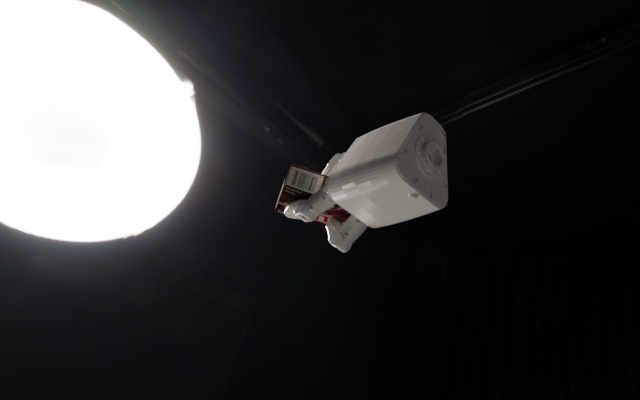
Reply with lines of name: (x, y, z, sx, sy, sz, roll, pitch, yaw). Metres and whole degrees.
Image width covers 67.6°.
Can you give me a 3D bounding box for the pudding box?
pudding box: (0.000, 0.002, 0.650, 0.113, 0.039, 0.090, 21, -28, -4)
